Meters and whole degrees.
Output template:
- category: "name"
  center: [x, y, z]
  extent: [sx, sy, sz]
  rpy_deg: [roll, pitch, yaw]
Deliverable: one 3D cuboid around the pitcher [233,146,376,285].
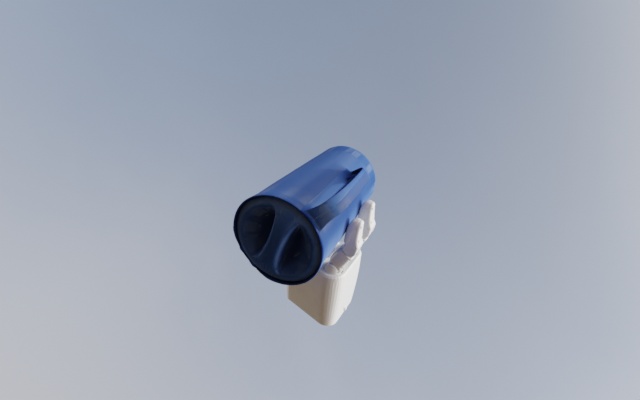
- category: "pitcher"
  center: [0.000, 0.002, 0.700]
  extent: [0.149, 0.145, 0.242]
  rpy_deg: [16, 32, 21]
